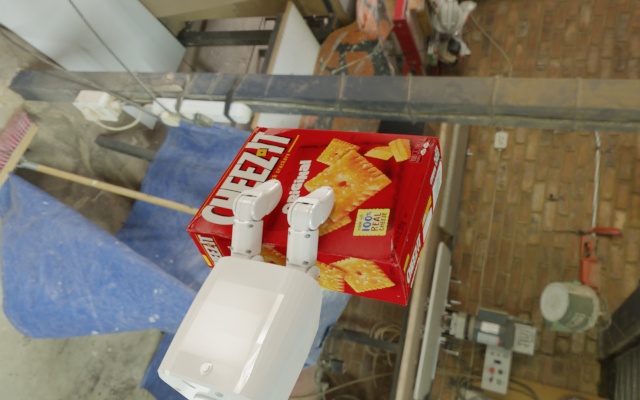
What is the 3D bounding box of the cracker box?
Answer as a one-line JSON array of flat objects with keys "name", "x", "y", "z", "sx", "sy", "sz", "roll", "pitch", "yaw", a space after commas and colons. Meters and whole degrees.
[{"name": "cracker box", "x": 0.000, "y": 0.002, "z": 0.481, "sx": 0.213, "sy": 0.164, "sz": 0.072, "roll": 7, "pitch": -41, "yaw": 23}]
